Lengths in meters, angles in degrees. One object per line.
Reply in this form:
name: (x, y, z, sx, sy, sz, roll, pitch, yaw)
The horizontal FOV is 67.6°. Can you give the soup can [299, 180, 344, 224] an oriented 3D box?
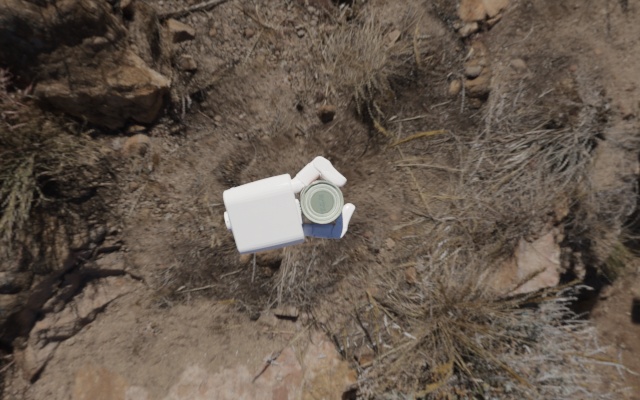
soup can: (0.001, 0.002, 0.757, 0.068, 0.068, 0.102, 0, 0, -2)
